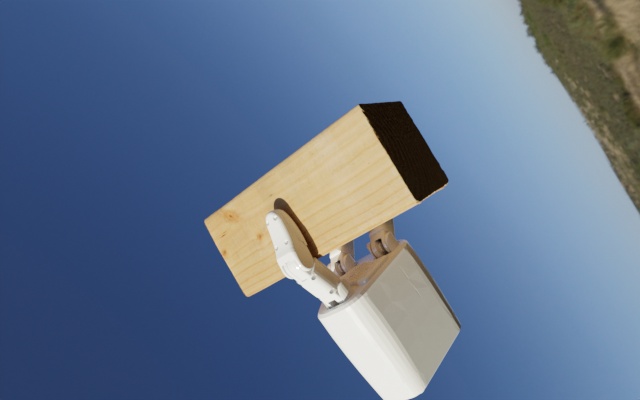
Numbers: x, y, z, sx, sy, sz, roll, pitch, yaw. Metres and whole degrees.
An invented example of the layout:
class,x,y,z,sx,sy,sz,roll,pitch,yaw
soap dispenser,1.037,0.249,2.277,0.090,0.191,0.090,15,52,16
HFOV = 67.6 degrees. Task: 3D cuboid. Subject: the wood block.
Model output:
class,x,y,z,sx,sy,sz,roll,pitch,yaw
wood block,0.000,0.002,0.450,0.206,0.090,0.091,-33,-5,32
